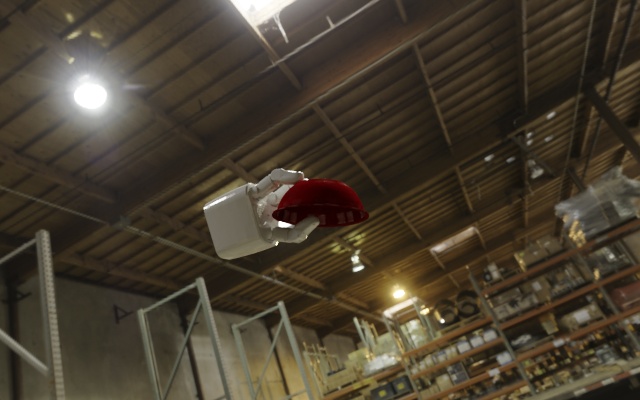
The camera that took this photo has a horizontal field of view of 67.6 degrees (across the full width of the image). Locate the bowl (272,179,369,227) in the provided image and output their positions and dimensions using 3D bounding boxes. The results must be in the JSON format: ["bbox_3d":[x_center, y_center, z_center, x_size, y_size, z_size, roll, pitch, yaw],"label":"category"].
[{"bbox_3d":[0.001,0.002,0.798,0.162,0.055,0.162,1,-15,0],"label":"bowl"}]
